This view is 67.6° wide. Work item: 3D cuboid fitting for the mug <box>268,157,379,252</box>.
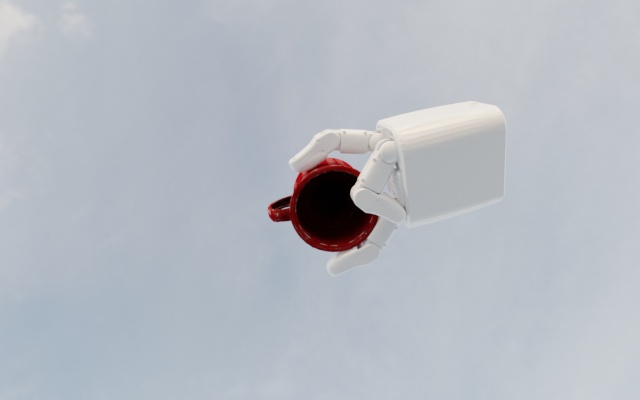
[{"bbox_3d":[-0.001,0.002,0.525,0.117,0.093,0.081,-14,17,-1],"label":"mug"}]
